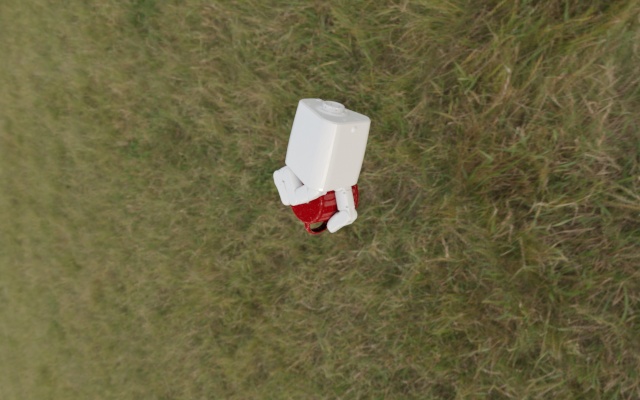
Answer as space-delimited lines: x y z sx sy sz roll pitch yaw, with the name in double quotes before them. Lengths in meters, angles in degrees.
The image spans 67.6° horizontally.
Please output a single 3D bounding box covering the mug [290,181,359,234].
"mug" 0.000 0.004 0.795 0.081 0.117 0.093 -13 35 -43
